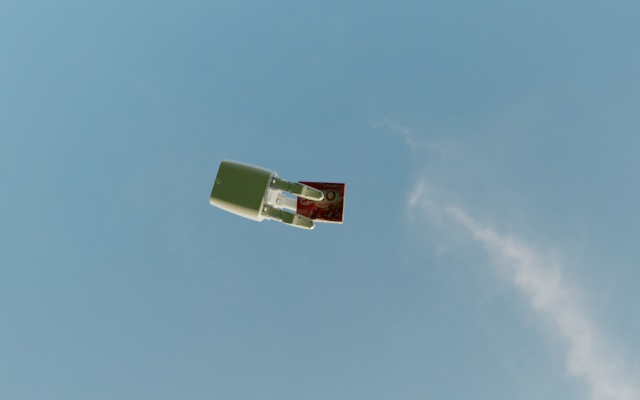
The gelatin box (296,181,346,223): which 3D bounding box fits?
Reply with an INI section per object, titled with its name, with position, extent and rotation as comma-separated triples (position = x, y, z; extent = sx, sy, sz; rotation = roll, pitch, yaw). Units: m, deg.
[gelatin box]
position = 0.001, 0.003, 0.890
extent = 0.089, 0.073, 0.030
rotation = 4, -7, 5
